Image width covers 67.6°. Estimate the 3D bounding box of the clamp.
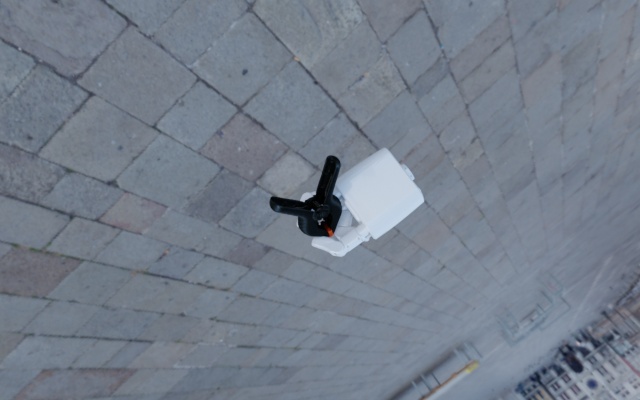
[{"bbox_3d":[0.000,0.003,0.744,0.120,0.039,0.171,-36,-30,2],"label":"clamp"}]
